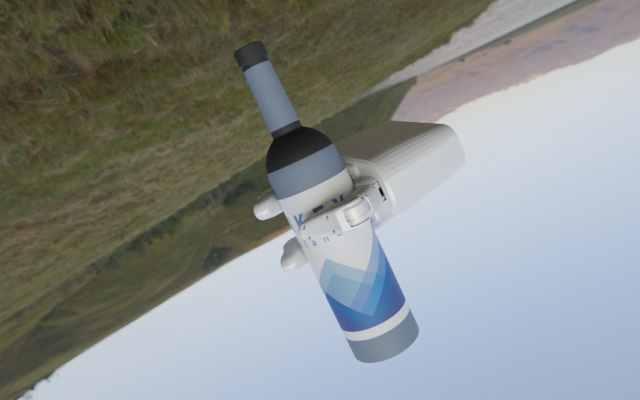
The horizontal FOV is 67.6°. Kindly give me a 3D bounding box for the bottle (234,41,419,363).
[{"bbox_3d":[0.000,0.002,0.429,0.069,0.296,0.069,-25,8,4],"label":"bottle"}]
